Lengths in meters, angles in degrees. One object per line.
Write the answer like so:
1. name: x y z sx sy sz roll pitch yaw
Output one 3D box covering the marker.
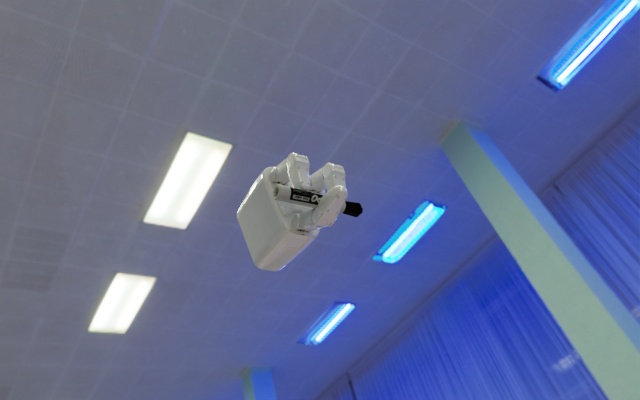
1. marker: 0.000 0.002 0.582 0.121 0.020 0.020 13 -6 -29
